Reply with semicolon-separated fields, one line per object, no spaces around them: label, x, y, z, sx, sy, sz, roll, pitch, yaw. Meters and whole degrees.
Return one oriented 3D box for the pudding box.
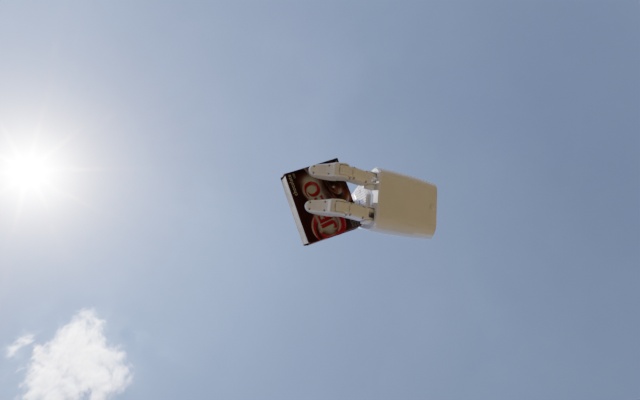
pudding box;0.000;0.002;0.723;0.090;0.113;0.039;-18;-6;-21
